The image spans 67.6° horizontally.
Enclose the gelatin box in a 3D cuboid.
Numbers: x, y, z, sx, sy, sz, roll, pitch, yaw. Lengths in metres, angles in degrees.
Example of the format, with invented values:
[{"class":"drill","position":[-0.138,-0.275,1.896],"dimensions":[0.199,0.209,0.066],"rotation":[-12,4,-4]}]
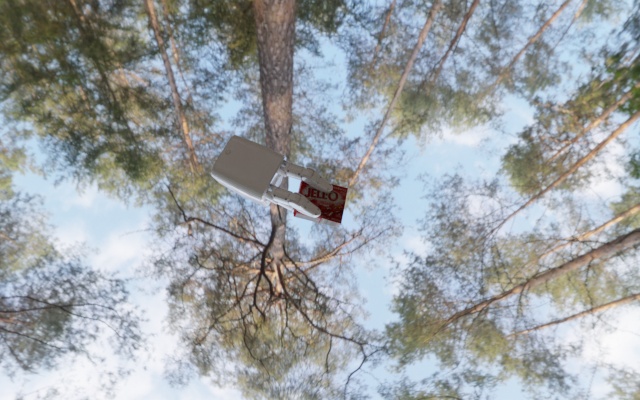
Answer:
[{"class":"gelatin box","position":[0.000,0.003,0.877],"dimensions":[0.089,0.073,0.030],"rotation":[15,-24,-7]}]
